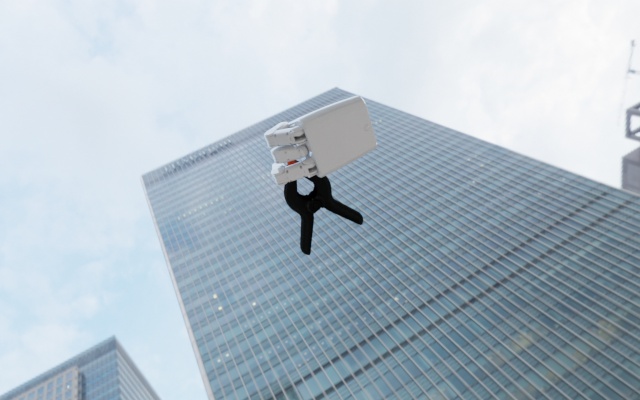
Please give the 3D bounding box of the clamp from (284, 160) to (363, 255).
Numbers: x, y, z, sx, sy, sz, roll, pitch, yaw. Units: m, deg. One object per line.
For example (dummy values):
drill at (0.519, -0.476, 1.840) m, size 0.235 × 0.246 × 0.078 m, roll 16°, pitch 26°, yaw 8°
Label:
clamp at (0.000, 0.002, 0.798) m, size 0.120 × 0.172 × 0.039 m, roll -25°, pitch 30°, yaw -10°
